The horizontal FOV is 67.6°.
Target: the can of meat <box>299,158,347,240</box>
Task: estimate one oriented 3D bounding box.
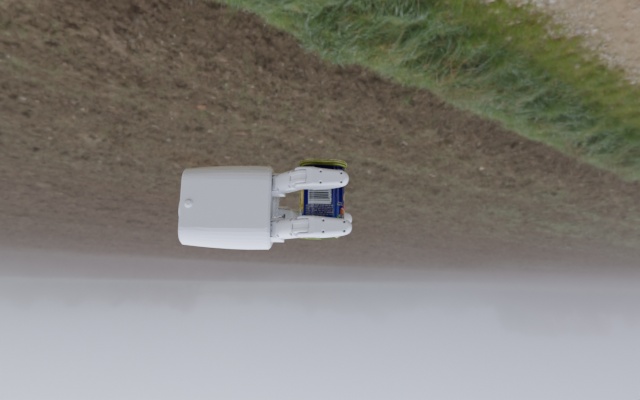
[{"bbox_3d":[0.000,0.002,0.590,0.057,0.084,0.102,2,-11,-4],"label":"can of meat"}]
